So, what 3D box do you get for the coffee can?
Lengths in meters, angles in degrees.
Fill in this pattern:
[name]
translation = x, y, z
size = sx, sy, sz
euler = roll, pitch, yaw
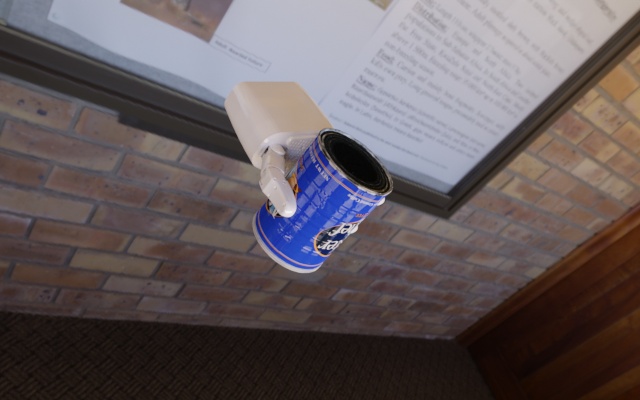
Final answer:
[coffee can]
translation = 0.000, 0.002, 0.555
size = 0.103, 0.102, 0.140
euler = 0, -42, -50
